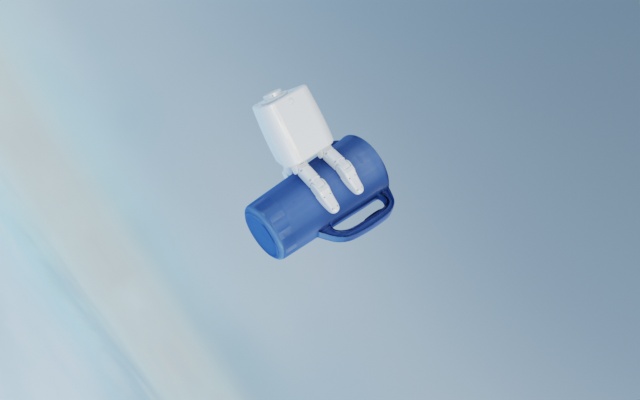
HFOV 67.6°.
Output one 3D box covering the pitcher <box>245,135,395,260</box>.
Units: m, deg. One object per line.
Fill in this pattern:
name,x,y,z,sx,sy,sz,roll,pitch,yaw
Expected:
pitcher,0.000,0.003,0.832,0.242,0.145,0.149,-34,21,-24
